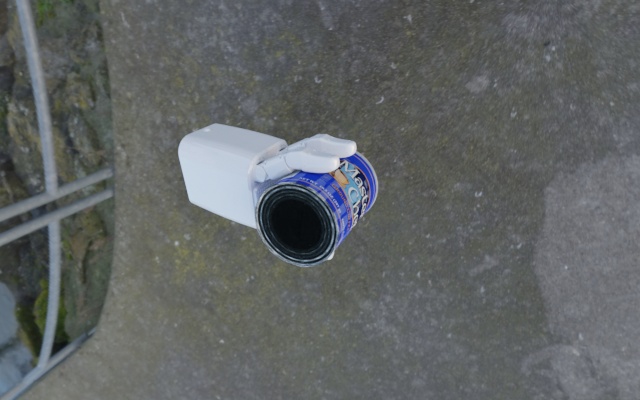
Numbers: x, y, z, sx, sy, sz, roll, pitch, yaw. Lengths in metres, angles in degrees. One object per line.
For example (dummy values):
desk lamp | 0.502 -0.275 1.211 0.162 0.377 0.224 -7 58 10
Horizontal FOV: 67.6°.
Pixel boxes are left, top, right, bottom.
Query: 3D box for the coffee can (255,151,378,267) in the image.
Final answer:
coffee can | 0.000 0.002 0.579 0.103 0.103 0.140 0 22 26
